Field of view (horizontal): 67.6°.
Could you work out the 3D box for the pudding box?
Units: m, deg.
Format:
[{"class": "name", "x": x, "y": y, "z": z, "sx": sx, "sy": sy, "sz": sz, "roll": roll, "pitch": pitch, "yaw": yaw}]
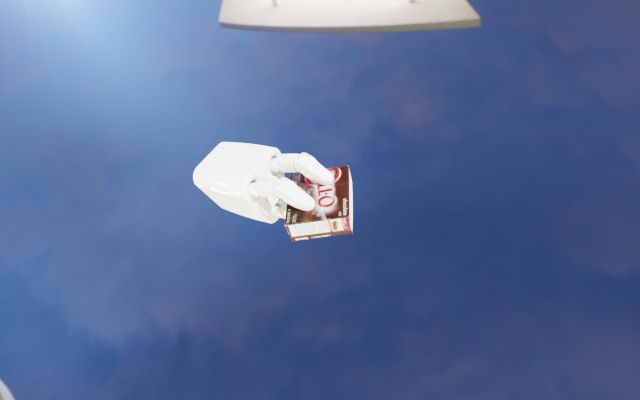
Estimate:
[{"class": "pudding box", "x": 0.000, "y": 0.002, "z": 0.679, "sx": 0.090, "sy": 0.039, "sz": 0.113, "roll": -9, "pitch": 43, "yaw": 10}]
